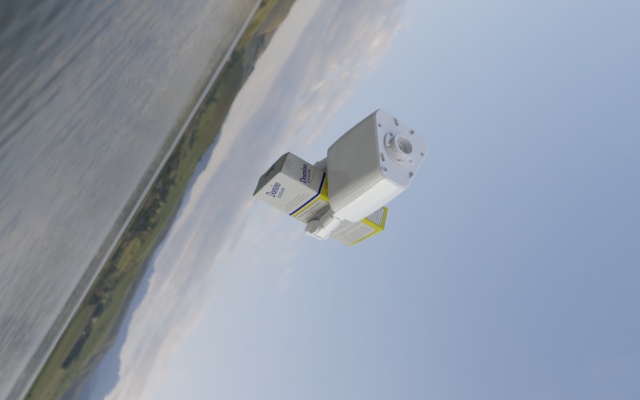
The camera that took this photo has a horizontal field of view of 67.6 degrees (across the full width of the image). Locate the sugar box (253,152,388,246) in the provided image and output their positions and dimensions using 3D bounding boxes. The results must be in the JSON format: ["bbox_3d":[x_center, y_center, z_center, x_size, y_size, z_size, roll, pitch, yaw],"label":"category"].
[{"bbox_3d":[0.000,0.002,0.699,0.176,0.048,0.093,31,-35,-18],"label":"sugar box"}]
